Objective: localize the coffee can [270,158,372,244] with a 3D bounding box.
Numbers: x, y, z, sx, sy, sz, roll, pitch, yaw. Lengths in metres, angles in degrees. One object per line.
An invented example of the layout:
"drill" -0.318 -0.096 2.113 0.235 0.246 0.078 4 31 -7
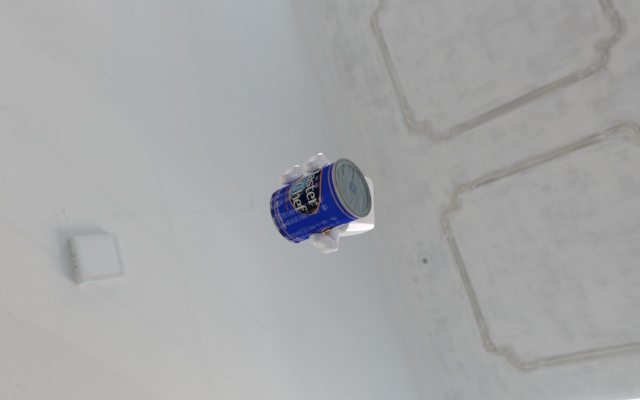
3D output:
"coffee can" 0.000 0.003 0.804 0.140 0.102 0.103 -24 -13 31
